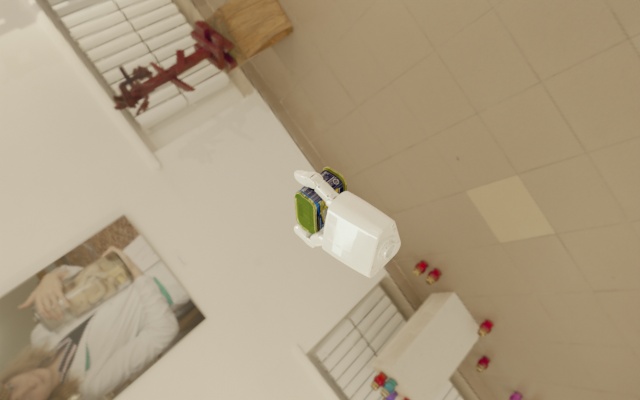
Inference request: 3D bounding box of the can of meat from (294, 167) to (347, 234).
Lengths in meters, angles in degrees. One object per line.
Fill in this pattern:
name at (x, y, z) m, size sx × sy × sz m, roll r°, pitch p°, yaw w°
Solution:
can of meat at (0.000, 0.003, 0.879) m, size 0.057 × 0.102 × 0.084 m, roll 34°, pitch 57°, yaw 28°
